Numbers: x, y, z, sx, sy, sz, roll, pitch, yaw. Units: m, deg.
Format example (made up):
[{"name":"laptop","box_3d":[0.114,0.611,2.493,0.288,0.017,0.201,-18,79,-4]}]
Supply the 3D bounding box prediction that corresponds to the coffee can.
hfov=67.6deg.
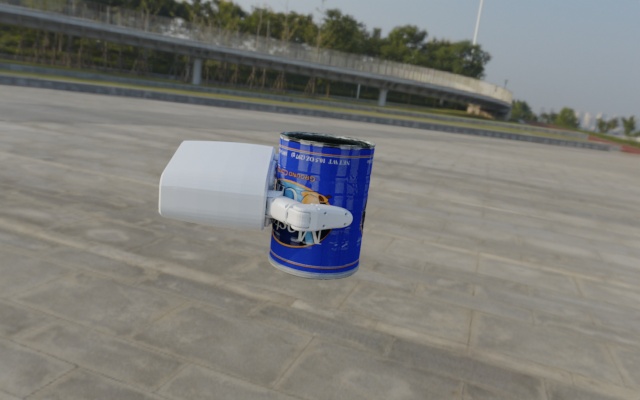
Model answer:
[{"name":"coffee can","box_3d":[0.000,0.002,0.521,0.103,0.140,0.102,6,13,-1]}]
